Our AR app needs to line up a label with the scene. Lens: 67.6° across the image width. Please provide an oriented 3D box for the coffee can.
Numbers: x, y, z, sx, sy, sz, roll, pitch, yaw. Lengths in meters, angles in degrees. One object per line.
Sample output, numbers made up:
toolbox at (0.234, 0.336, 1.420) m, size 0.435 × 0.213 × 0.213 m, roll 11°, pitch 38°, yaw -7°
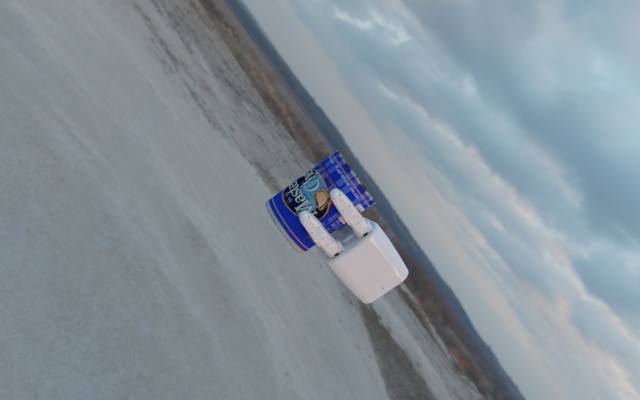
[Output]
coffee can at (0.000, 0.002, 0.748) m, size 0.140 × 0.103 × 0.103 m, roll -36°, pitch -4°, yaw 5°
